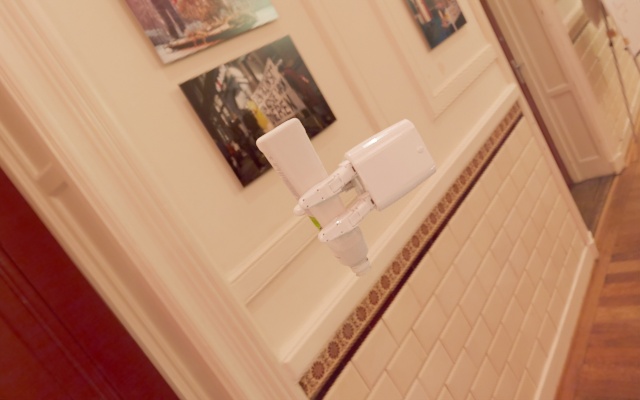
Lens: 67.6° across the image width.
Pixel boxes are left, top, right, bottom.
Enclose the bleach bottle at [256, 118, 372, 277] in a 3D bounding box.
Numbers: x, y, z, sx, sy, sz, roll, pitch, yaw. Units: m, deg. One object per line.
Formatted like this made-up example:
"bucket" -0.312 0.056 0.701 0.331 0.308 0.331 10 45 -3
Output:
"bleach bottle" 0.000 0.002 0.709 0.068 0.251 0.102 -33 12 -6
